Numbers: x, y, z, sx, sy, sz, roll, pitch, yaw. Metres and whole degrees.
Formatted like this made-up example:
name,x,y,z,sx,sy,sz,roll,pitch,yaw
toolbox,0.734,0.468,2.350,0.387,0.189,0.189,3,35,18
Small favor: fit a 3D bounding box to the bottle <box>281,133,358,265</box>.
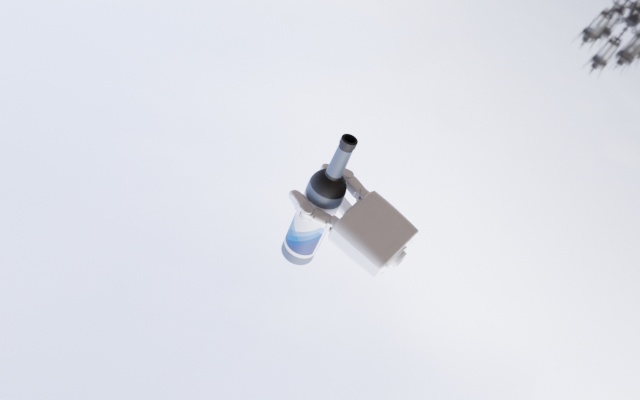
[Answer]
name,x,y,z,sx,sy,sz,roll,pitch,yaw
bottle,0.000,0.003,0.834,0.069,0.069,0.296,0,-41,-24
